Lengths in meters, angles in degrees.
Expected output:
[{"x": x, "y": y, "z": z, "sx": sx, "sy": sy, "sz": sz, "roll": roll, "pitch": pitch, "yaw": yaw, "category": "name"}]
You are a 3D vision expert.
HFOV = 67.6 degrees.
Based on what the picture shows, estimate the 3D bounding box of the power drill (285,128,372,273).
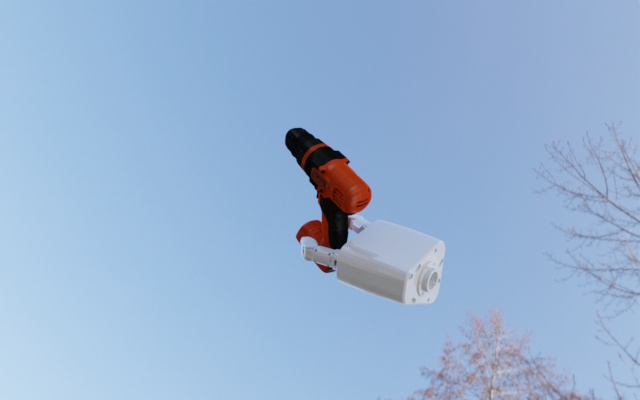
[{"x": 0.000, "y": 0.003, "z": 0.715, "sx": 0.057, "sy": 0.188, "sz": 0.184, "roll": -21, "pitch": 46, "yaw": -24, "category": "power drill"}]
